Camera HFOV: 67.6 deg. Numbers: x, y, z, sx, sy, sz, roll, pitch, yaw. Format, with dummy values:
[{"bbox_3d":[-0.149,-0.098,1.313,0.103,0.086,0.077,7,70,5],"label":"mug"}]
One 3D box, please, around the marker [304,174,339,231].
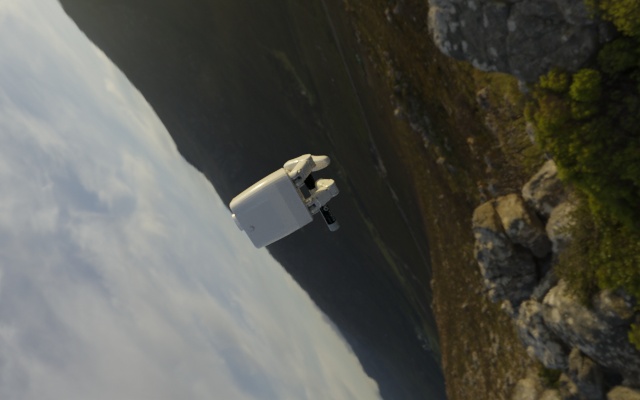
[{"bbox_3d":[0.000,0.003,0.856,0.020,0.121,0.020,-24,25,12],"label":"marker"}]
